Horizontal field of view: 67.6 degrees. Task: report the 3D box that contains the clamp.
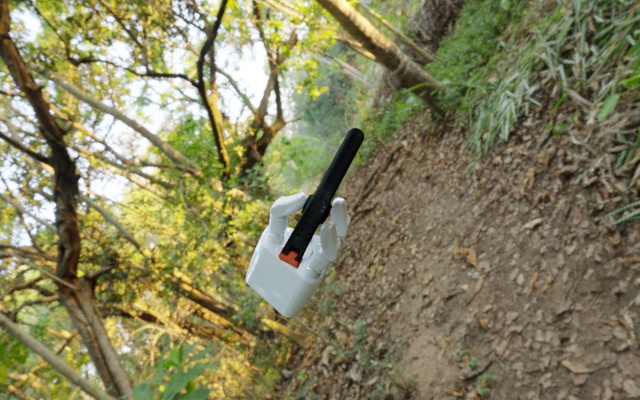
[{"bbox_3d":[-0.001,0.002,0.649,0.036,0.165,0.210,27,40,2],"label":"clamp"}]
